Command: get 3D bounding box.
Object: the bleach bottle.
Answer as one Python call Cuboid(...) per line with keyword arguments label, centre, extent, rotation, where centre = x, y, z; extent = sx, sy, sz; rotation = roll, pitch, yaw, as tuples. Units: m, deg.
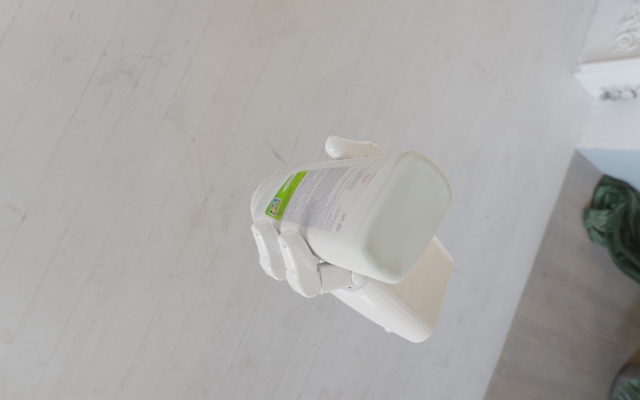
Cuboid(label="bleach bottle", centre=(0.000, 0.002, 0.459), extent=(0.068, 0.102, 0.251), rotation=(41, -15, -28))
